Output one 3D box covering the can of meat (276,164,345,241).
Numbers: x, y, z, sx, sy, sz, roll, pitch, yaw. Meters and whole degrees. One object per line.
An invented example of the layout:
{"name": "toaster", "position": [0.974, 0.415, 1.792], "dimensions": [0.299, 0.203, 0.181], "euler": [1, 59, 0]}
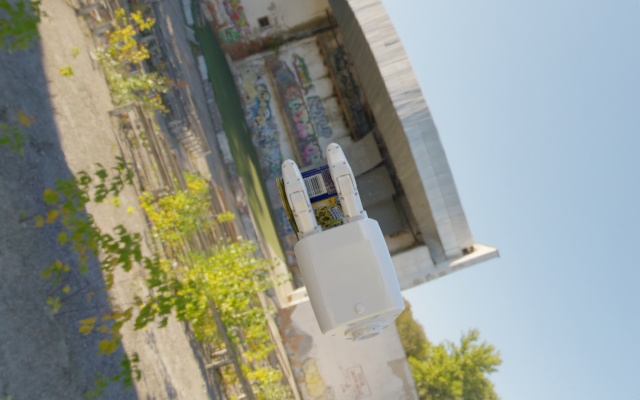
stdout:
{"name": "can of meat", "position": [0.000, 0.002, 0.590], "dimensions": [0.084, 0.057, 0.102], "euler": [-18, -31, 1]}
